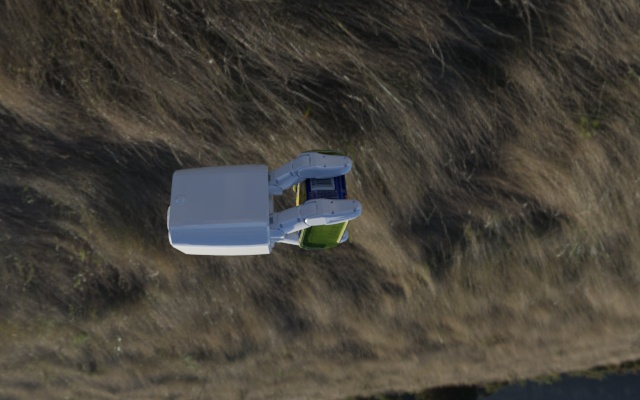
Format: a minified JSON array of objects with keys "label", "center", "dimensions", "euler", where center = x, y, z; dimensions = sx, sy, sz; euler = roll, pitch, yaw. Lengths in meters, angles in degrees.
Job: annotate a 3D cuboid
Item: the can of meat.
[{"label":"can of meat","center":[0.000,0.002,0.572],"dimensions":[0.057,0.084,0.102],"euler":[0,-29,-9]}]
